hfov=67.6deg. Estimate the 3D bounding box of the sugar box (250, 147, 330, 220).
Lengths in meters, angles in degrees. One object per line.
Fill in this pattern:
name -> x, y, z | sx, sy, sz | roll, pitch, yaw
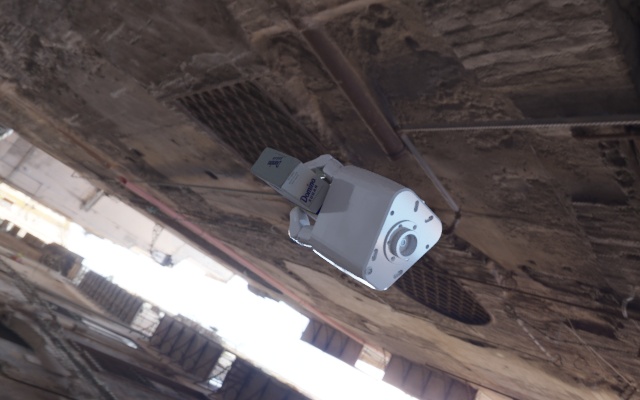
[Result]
sugar box -> 0.001, 0.002, 0.619 | 0.176, 0.048, 0.093 | 41, -8, -34
